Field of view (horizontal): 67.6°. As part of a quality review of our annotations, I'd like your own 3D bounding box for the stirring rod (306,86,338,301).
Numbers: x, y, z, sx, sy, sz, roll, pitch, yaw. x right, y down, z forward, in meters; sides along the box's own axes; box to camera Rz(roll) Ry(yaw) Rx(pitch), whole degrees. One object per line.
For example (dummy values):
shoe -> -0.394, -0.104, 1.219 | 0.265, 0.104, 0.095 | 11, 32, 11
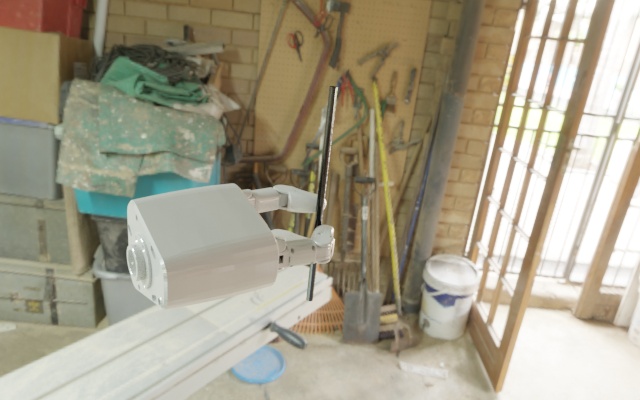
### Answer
stirring rod -> 0.000, 0.002, 0.505 | 0.011, 0.240, 0.011 | 6, 21, -2
